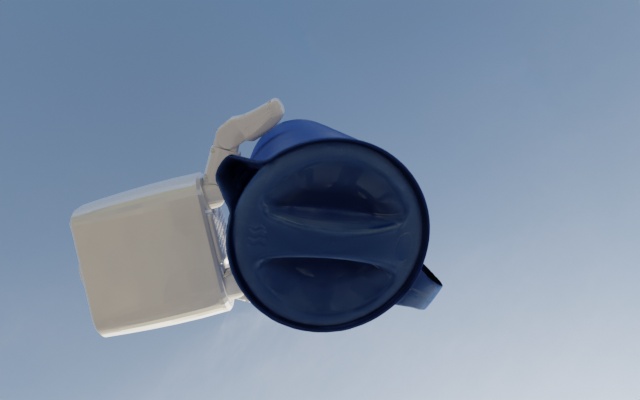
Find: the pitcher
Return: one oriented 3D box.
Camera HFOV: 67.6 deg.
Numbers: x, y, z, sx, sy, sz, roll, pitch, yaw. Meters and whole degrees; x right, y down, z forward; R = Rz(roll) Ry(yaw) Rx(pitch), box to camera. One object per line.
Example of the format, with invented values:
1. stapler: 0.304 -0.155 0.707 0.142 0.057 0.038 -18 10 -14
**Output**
1. pitcher: 0.000 0.001 0.417 0.145 0.149 0.242 -13 17 -4
